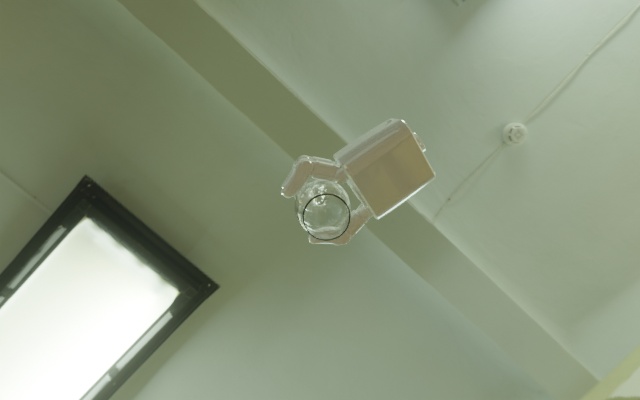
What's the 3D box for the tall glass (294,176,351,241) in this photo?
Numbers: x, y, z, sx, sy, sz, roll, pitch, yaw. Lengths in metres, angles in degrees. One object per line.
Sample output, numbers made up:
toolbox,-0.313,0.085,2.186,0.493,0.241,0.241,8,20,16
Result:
tall glass,0.000,0.002,0.701,0.079,0.079,0.201,0,11,-4
